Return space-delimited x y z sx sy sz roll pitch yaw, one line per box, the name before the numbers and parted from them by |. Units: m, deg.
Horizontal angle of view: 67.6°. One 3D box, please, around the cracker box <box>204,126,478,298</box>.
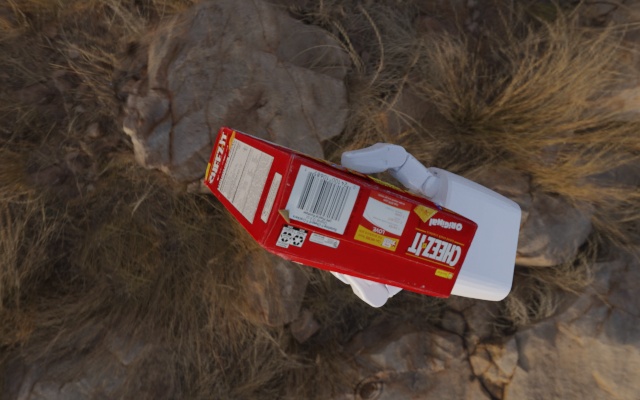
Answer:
cracker box | 0.000 0.001 0.420 0.164 0.072 0.213 18 5 -26
